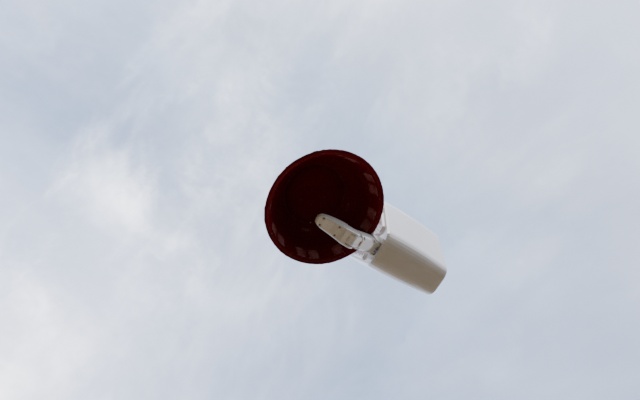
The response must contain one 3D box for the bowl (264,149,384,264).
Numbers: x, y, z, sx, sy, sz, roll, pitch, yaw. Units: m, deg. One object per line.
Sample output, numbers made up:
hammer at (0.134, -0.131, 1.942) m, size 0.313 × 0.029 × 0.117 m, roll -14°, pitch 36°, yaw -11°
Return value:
bowl at (-0.001, 0.001, 0.635) m, size 0.162 × 0.162 × 0.055 m, roll 0°, pitch 23°, yaw -18°
